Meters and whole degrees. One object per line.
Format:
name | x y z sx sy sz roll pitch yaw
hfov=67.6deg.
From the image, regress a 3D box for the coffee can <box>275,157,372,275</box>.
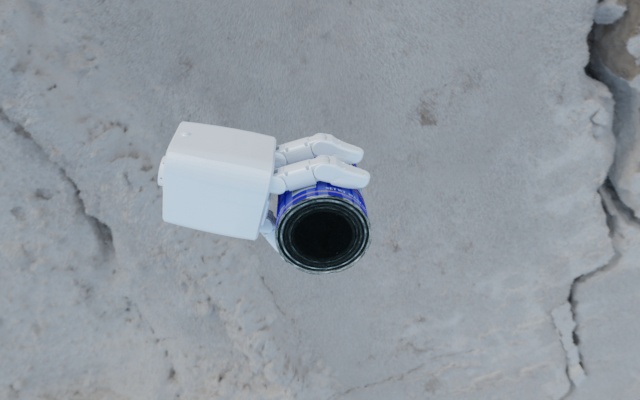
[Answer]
coffee can | 0.000 0.002 0.557 0.103 0.103 0.140 0 32 -3
